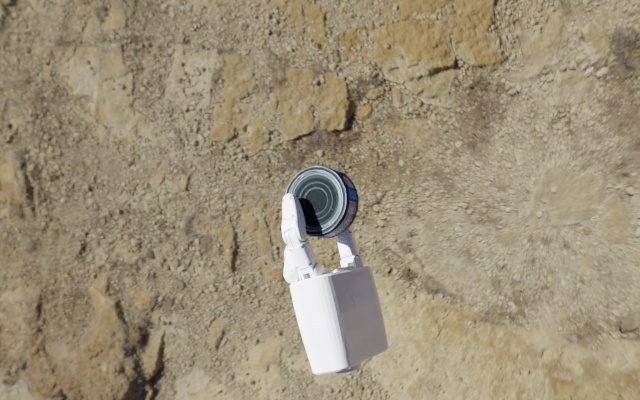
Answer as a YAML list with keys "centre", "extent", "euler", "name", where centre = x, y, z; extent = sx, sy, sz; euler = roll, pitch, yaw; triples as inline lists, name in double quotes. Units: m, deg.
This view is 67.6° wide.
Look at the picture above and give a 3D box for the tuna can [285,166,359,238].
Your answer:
- centre: [0.000, 0.002, 0.572]
  extent: [0.086, 0.086, 0.034]
  euler: [0, -6, 27]
  name: "tuna can"
